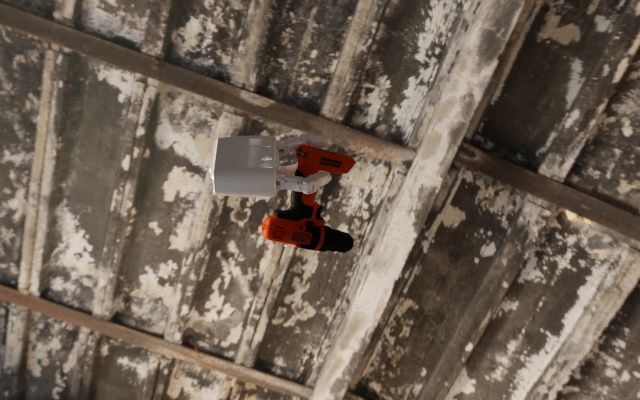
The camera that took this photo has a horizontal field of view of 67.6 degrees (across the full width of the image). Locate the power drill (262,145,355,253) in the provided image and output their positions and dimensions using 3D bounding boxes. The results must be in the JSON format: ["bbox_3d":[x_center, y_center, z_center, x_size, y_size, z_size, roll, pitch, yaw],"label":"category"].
[{"bbox_3d":[0.000,0.002,0.876,0.184,0.188,0.057,12,11,-25],"label":"power drill"}]
